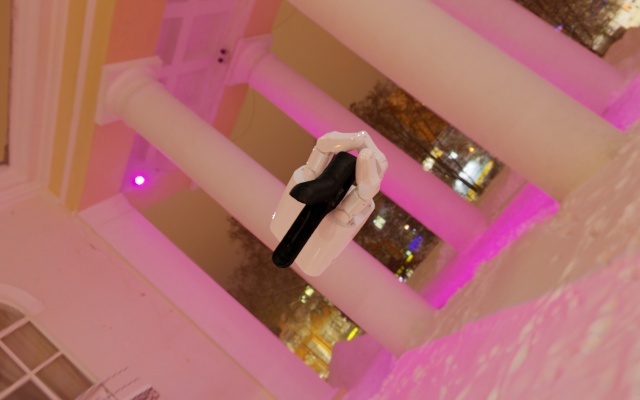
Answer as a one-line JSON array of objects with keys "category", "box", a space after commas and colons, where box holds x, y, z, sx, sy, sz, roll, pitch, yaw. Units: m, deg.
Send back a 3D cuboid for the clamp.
[{"category": "clamp", "box": [0.000, 0.001, 0.550, 0.039, 0.120, 0.171, 37, 38, 11]}]
